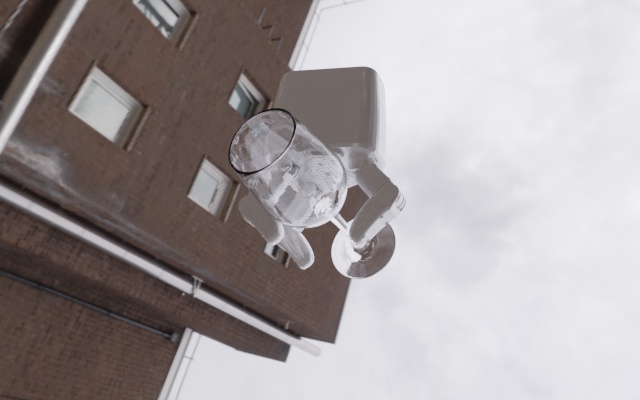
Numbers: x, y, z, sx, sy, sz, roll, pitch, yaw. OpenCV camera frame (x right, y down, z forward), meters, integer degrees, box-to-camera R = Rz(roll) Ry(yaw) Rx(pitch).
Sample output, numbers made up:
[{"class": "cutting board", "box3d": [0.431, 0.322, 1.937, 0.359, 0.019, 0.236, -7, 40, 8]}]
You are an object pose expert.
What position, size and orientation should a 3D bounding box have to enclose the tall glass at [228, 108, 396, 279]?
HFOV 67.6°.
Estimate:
[{"class": "tall glass", "box3d": [0.000, 0.002, 0.439, 0.079, 0.079, 0.201, 0, -28, 31]}]
